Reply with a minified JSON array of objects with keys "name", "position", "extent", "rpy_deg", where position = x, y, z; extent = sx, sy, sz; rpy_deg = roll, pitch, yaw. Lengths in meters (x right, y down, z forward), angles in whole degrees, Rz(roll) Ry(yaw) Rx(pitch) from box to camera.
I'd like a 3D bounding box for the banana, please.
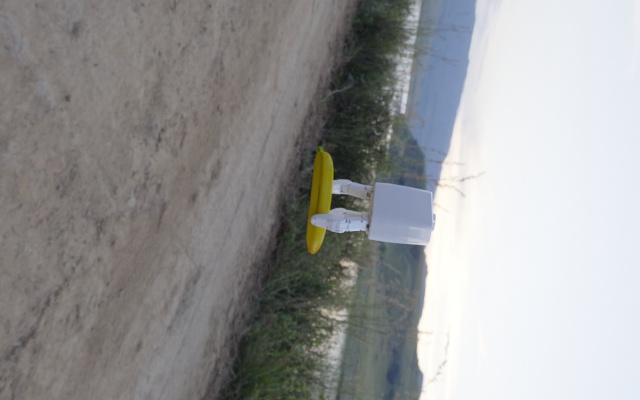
[{"name":"banana","position":[0.000,-0.001,0.851],"extent":[0.037,0.198,0.069],"rpy_deg":[6,-2,1]}]
